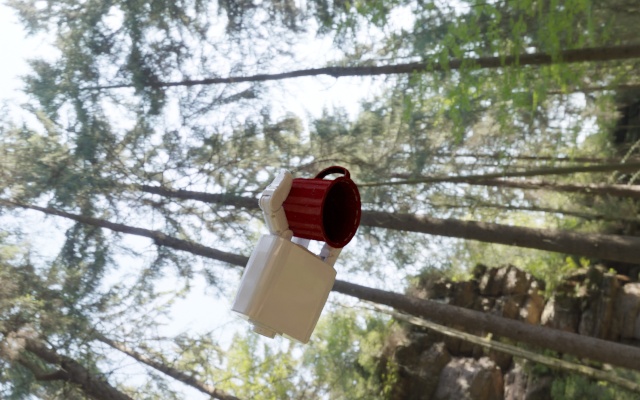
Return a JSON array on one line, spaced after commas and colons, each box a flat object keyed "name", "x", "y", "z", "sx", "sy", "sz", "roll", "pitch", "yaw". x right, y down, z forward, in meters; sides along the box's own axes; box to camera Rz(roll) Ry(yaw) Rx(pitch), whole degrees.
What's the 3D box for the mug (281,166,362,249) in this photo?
[{"name": "mug", "x": 0.000, "y": 0.001, "z": 0.636, "sx": 0.081, "sy": 0.117, "sz": 0.093, "roll": 6, "pitch": -28, "yaw": 37}]
